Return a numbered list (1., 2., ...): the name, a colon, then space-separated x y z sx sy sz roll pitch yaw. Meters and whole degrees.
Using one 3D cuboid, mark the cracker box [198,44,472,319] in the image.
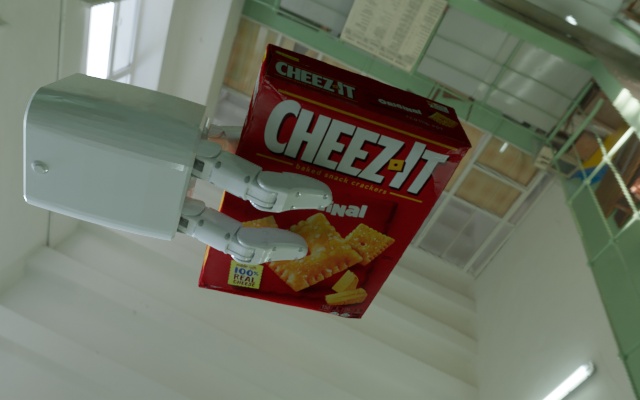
1. cracker box: 0.000 0.001 0.411 0.164 0.214 0.072 15 36 -14
